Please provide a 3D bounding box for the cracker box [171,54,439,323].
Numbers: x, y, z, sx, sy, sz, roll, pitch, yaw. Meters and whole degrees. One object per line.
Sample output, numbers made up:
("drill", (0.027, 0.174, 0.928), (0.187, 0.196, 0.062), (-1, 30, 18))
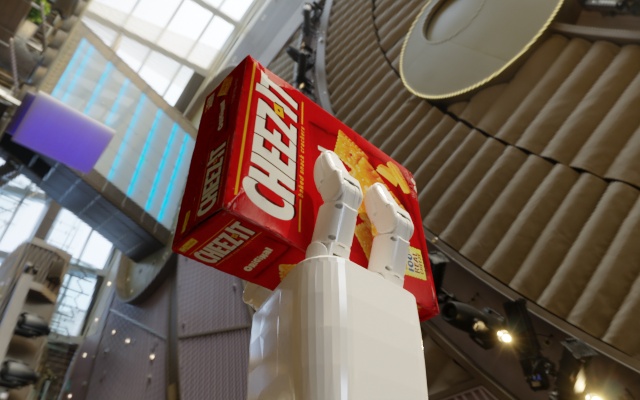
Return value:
("cracker box", (0.000, 0.001, 0.403), (0.214, 0.164, 0.072), (31, -49, -32))
